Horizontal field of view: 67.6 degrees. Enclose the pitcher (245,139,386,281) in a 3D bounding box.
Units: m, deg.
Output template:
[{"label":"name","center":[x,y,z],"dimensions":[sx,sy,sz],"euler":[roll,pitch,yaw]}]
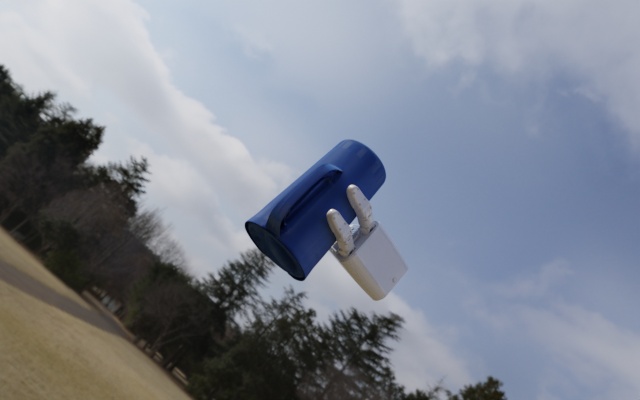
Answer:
[{"label":"pitcher","center":[0.000,0.003,0.799],"dimensions":[0.242,0.145,0.149],"euler":[-46,22,-22]}]
